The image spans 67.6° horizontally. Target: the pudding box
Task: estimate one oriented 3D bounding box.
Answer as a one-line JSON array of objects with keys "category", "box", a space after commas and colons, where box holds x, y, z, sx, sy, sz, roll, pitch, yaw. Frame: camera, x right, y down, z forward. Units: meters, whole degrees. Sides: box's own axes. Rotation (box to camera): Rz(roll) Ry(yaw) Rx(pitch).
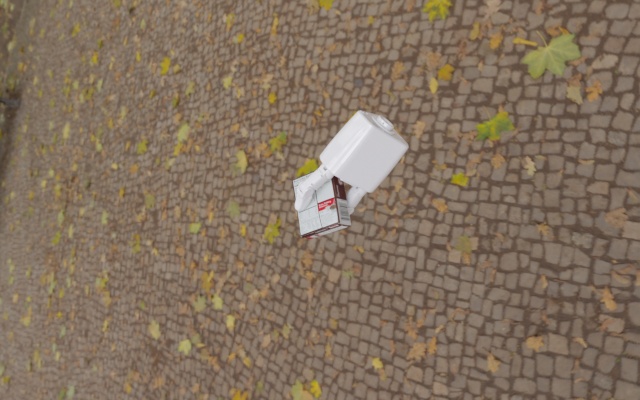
[{"category": "pudding box", "box": [0.000, 0.003, 0.849, 0.090, 0.113, 0.039, -22, -23, 34]}]
